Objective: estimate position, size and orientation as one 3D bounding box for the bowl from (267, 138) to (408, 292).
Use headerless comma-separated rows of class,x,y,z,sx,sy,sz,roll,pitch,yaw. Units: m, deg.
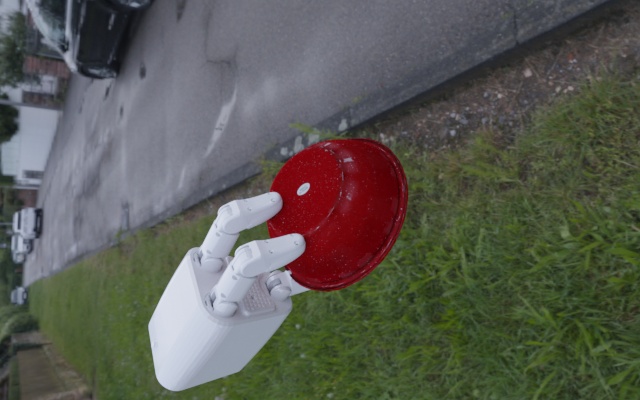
bowl,0.001,0.000,0.457,0.162,0.162,0.055,0,-22,41
